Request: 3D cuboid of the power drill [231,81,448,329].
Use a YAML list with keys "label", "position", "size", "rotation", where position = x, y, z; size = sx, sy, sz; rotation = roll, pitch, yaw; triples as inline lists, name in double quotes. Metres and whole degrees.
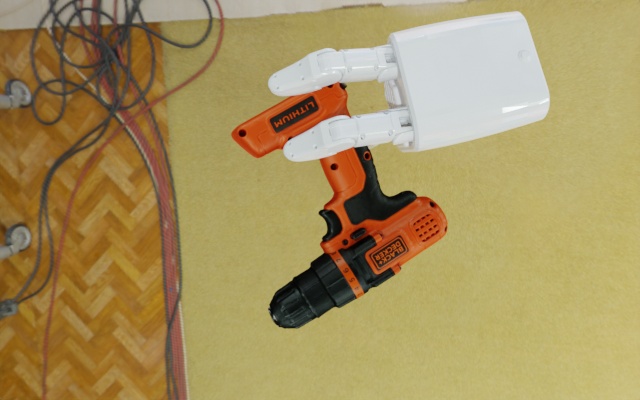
- label: "power drill"
  position: [0.000, 0.001, 0.429]
  size: [0.184, 0.188, 0.057]
  rotation: [-32, 11, -8]
